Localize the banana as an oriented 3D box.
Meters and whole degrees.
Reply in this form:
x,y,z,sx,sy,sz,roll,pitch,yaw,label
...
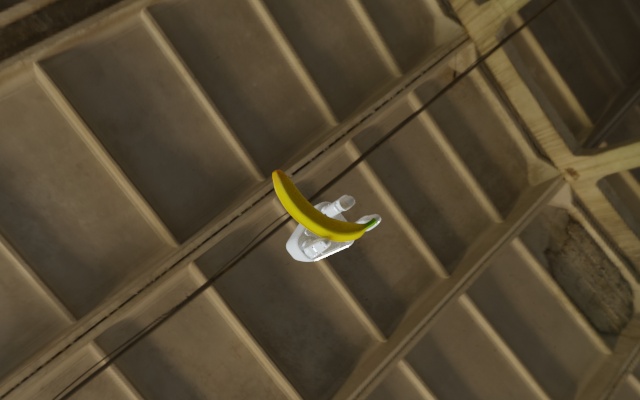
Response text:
x,y,z,sx,sy,sz,roll,pitch,yaw,label
-0.005,0.021,0.811,0.198,0.069,0.037,27,-11,-10,banana
